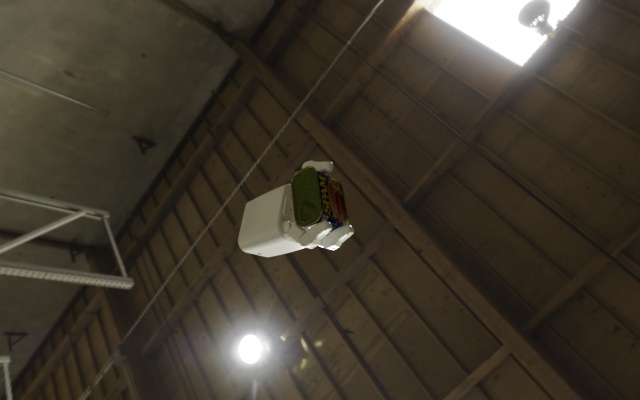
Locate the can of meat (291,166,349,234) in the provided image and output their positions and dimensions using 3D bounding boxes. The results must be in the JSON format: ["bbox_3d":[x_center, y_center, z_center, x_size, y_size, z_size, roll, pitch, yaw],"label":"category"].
[{"bbox_3d":[0.000,0.003,0.819,0.057,0.102,0.084,-23,-27,31],"label":"can of meat"}]
